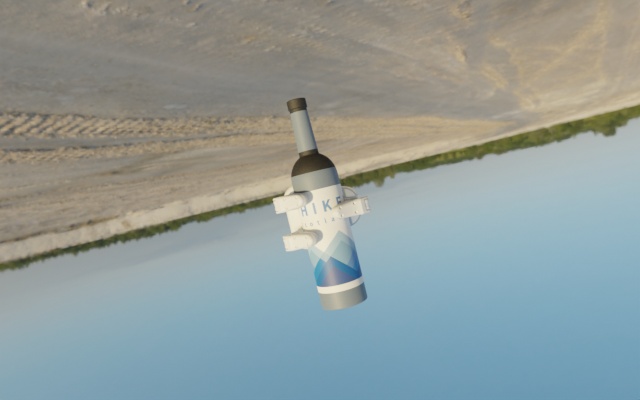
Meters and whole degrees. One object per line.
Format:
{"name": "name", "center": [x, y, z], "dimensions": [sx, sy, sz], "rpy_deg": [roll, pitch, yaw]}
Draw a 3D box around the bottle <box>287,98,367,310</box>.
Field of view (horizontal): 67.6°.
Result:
{"name": "bottle", "center": [0.000, 0.002, 0.675], "dimensions": [0.069, 0.296, 0.069], "rpy_deg": [-14, 2, 0]}
